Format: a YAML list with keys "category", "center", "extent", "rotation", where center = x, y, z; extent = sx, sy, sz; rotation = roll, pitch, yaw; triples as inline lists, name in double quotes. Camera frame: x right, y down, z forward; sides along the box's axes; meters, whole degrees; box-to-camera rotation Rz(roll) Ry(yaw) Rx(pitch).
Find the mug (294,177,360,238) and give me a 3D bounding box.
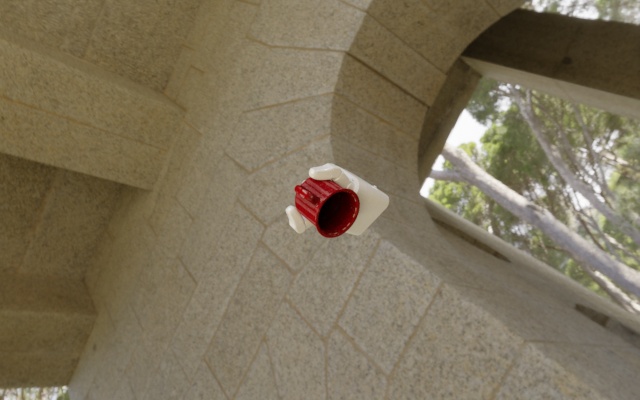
- category: "mug"
  center: [-0.001, 0.002, 0.829]
  extent: [0.117, 0.093, 0.081]
  rotation: [24, 8, -43]
